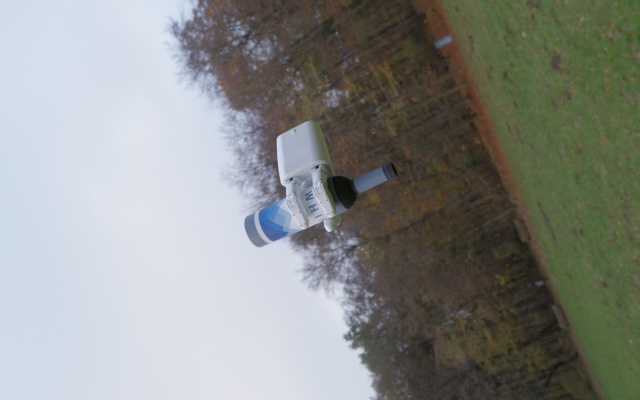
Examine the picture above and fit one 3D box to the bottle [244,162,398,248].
[{"bbox_3d":[0.000,0.003,0.868,0.296,0.069,0.069,-24,-8,19],"label":"bottle"}]
